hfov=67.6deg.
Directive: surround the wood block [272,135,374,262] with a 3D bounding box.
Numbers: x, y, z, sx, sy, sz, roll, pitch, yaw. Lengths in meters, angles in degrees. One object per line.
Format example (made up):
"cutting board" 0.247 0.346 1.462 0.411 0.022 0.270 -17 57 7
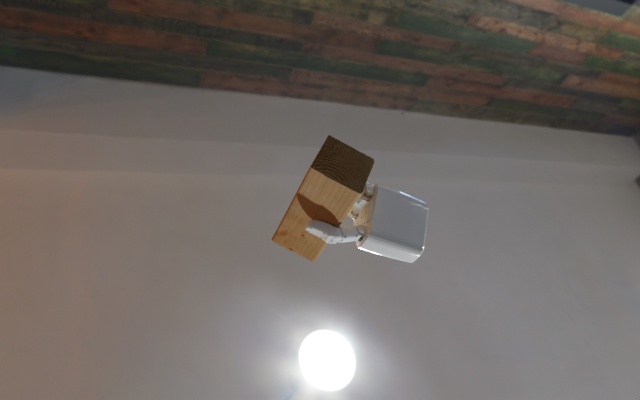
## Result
"wood block" 0.000 0.003 0.817 0.090 0.090 0.206 28 -44 -3
